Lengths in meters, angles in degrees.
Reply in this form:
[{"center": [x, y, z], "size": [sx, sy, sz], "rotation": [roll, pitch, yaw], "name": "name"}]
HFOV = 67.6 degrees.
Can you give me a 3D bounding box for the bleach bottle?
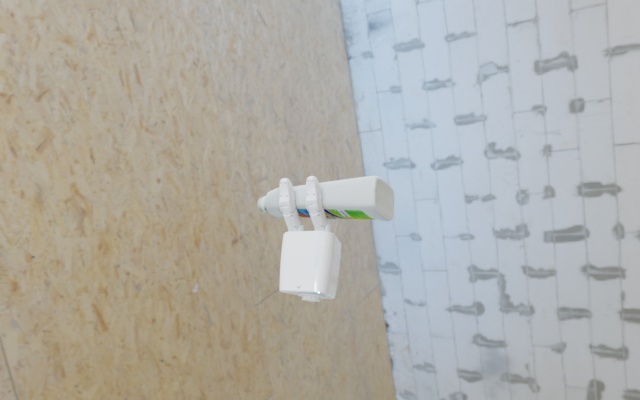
[{"center": [0.000, 0.003, 0.873], "size": [0.251, 0.068, 0.102], "rotation": [-4, -18, 29], "name": "bleach bottle"}]
